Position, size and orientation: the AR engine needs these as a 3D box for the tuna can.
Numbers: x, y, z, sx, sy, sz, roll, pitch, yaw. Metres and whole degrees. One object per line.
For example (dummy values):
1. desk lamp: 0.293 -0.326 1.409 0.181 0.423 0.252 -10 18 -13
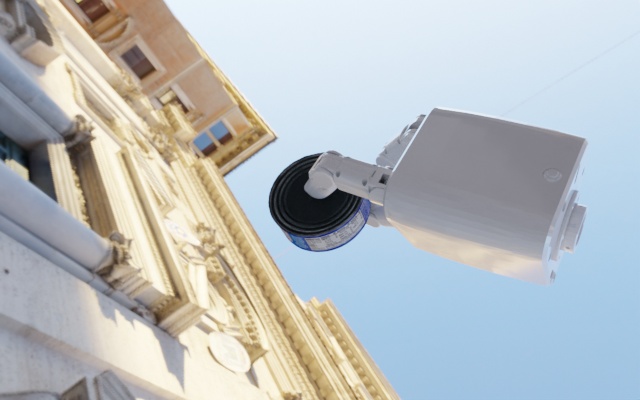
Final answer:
1. tuna can: 0.000 0.002 0.419 0.086 0.086 0.034 0 -33 19
